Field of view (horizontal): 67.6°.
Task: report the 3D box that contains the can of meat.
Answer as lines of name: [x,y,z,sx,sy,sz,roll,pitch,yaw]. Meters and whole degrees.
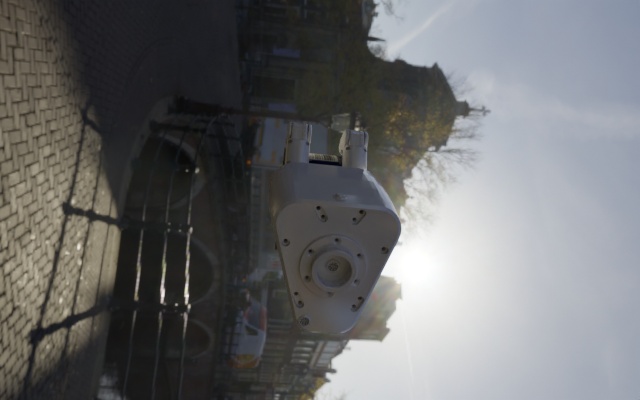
can of meat: [0.000,0.002,0.488,0.084,0.102,0.057,5,13,-6]
